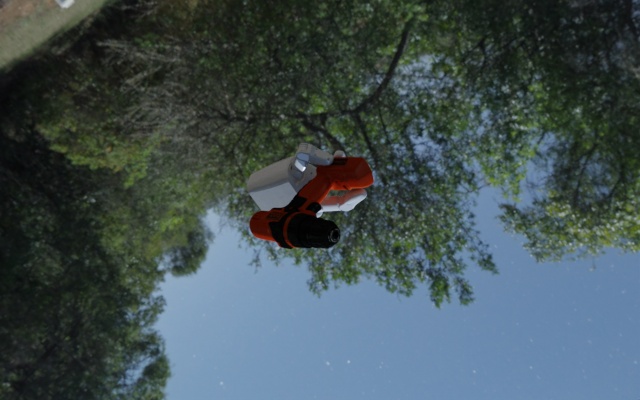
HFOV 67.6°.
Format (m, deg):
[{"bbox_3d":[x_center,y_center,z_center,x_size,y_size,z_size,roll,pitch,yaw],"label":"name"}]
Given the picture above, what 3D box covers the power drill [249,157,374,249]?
[{"bbox_3d":[0.000,0.002,0.743,0.184,0.057,0.187,6,39,46],"label":"power drill"}]
